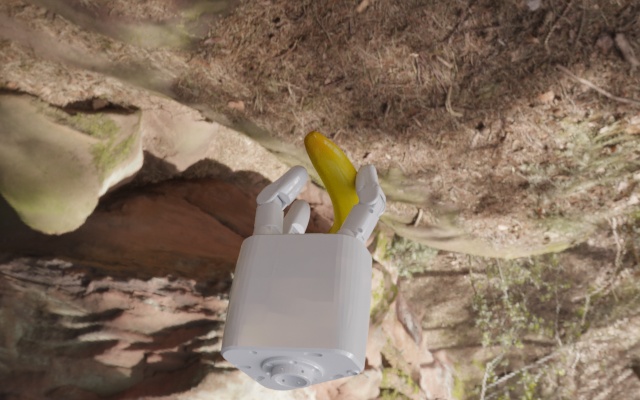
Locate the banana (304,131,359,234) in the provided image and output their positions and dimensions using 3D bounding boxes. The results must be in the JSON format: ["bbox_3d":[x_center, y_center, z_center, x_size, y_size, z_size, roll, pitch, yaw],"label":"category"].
[{"bbox_3d":[0.019,0.006,0.519,0.069,0.037,0.198,6,-39,5],"label":"banana"}]
